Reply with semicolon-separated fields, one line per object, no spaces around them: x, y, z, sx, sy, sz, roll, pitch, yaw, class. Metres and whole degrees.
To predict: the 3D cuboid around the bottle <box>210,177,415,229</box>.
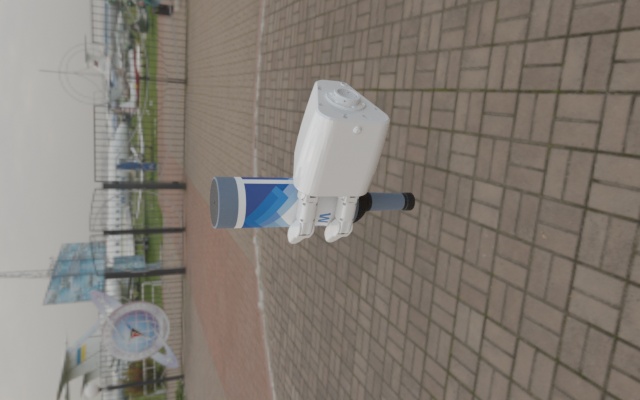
0.000;0.002;0.665;0.296;0.069;0.069;0;0;-23;bottle
